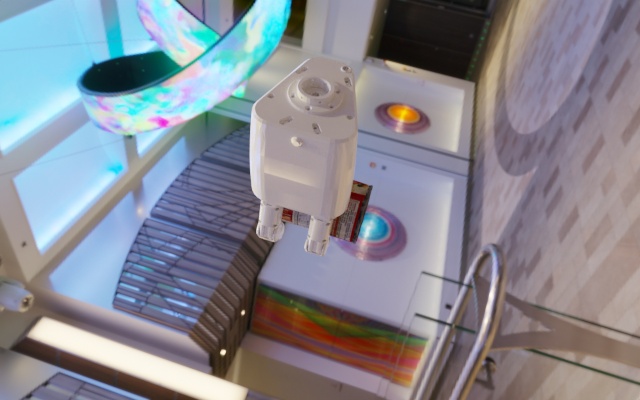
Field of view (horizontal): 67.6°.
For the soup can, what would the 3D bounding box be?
[{"bbox_3d":[0.000,0.002,0.534,0.102,0.068,0.068,16,2,7],"label":"soup can"}]
